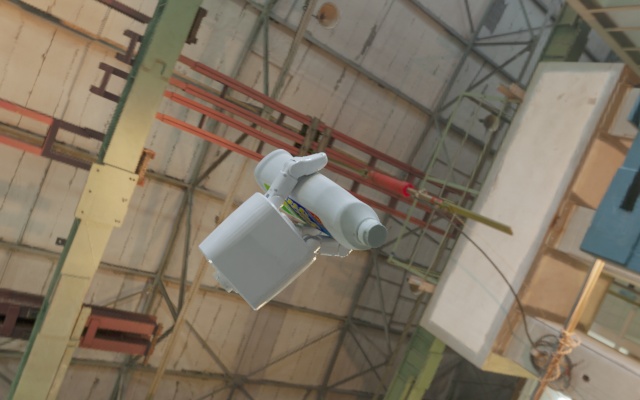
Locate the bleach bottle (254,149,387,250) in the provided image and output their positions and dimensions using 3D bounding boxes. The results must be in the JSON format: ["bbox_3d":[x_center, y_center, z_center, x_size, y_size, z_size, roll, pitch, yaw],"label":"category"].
[{"bbox_3d":[0.000,0.002,0.643,0.068,0.103,0.250,-43,31,-12],"label":"bleach bottle"}]
